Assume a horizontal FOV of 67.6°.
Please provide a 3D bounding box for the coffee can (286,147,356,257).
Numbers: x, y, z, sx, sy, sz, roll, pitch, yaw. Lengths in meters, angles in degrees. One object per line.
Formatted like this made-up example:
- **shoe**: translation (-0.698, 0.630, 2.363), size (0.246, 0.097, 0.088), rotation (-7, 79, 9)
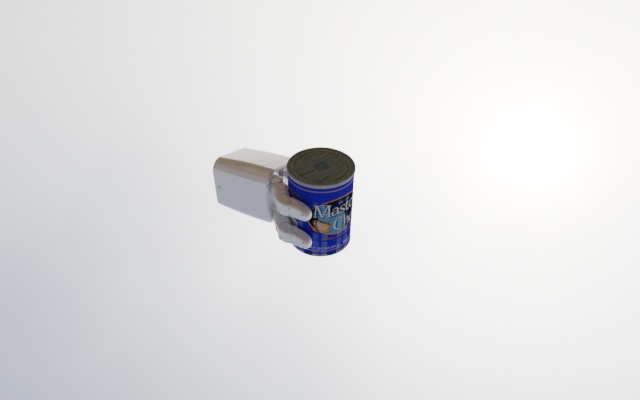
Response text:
- **coffee can**: translation (0.000, 0.002, 0.749), size (0.103, 0.140, 0.102), rotation (0, 38, 0)
